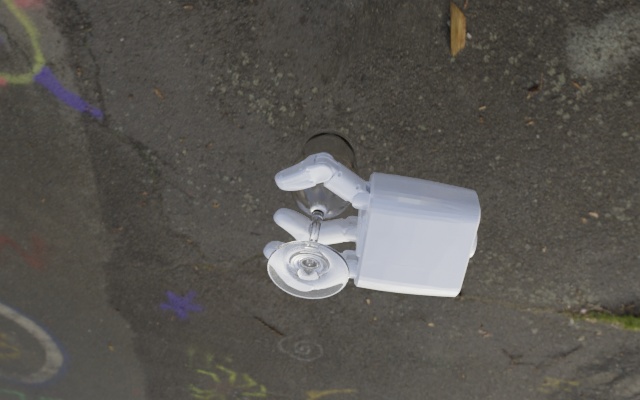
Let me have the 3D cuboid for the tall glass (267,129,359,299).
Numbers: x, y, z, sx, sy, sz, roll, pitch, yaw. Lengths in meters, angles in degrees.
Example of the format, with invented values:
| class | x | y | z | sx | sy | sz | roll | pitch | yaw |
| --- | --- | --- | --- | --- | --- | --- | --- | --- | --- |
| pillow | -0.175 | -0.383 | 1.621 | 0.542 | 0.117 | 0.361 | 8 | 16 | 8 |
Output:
| class | x | y | z | sx | sy | sz | roll | pitch | yaw |
| --- | --- | --- | --- | --- | --- | --- | --- | --- | --- |
| tall glass | 0.000 | 0.002 | 0.502 | 0.079 | 0.079 | 0.201 | 0 | 39 | 8 |
